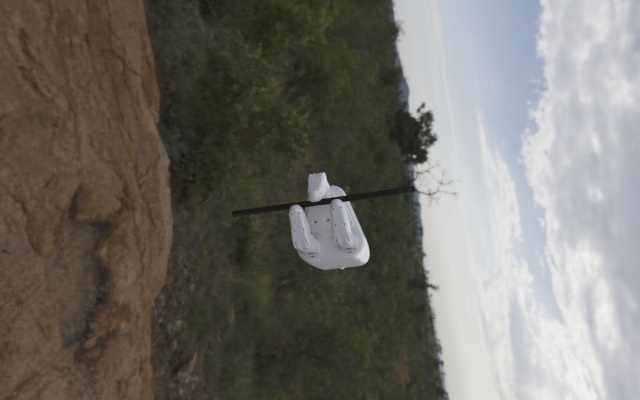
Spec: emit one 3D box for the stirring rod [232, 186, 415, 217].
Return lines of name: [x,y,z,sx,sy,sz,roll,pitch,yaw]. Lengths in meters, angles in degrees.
stirring rod: [0.000,0.002,0.617,0.239,0.011,0.011,-8,-1,10]
